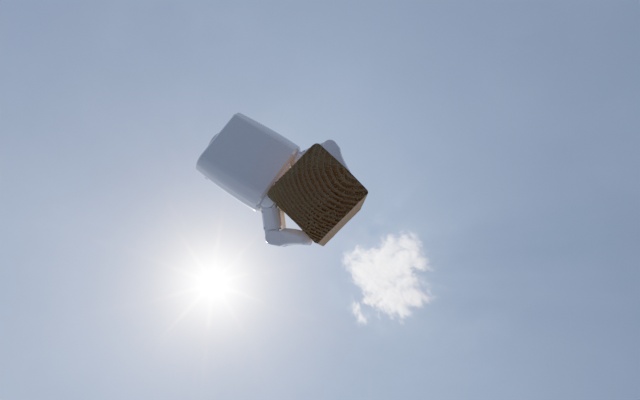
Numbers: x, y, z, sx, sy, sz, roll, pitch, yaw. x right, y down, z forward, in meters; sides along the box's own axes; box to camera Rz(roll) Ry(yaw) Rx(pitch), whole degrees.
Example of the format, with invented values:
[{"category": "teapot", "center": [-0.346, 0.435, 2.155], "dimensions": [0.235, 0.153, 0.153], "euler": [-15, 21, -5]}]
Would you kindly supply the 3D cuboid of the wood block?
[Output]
[{"category": "wood block", "center": [0.000, 0.002, 0.667], "dimensions": [0.090, 0.091, 0.206], "euler": [44, -3, 6]}]
